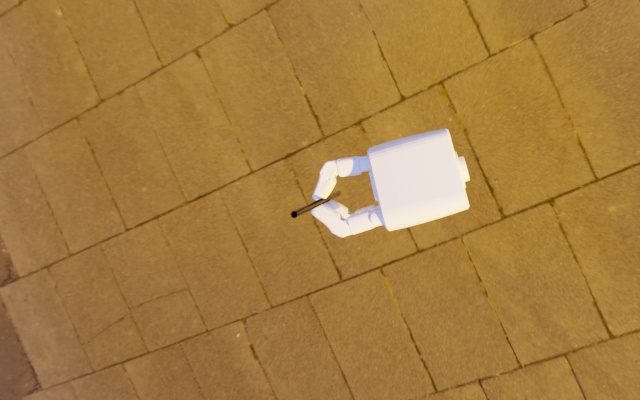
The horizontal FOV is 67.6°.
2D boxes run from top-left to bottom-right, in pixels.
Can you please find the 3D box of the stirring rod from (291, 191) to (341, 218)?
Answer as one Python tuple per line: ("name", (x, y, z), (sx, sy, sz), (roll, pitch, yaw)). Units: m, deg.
("stirring rod", (0.000, 0.002, 0.637), (0.011, 0.011, 0.239), (0, 6, 14))
